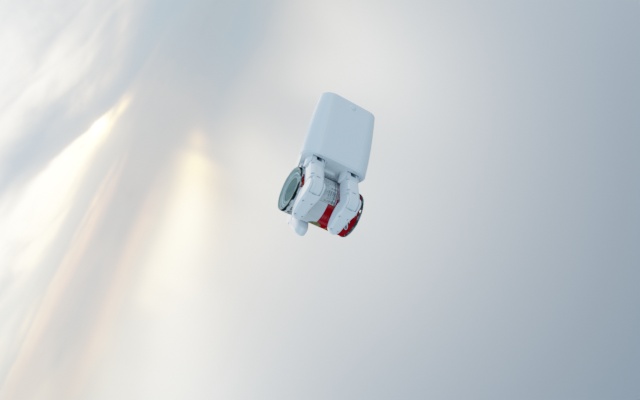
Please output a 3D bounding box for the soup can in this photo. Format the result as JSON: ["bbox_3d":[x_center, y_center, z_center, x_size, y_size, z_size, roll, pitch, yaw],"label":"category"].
[{"bbox_3d":[0.000,0.003,0.667,0.102,0.068,0.068,24,-9,-20],"label":"soup can"}]
